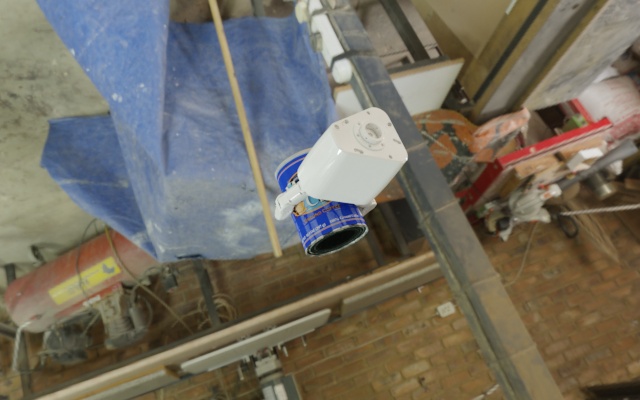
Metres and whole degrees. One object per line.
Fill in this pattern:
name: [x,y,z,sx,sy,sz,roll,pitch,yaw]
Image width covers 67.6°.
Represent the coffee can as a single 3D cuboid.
coffee can: [0.000,0.002,0.744,0.103,0.140,0.103,-20,-21,-8]
